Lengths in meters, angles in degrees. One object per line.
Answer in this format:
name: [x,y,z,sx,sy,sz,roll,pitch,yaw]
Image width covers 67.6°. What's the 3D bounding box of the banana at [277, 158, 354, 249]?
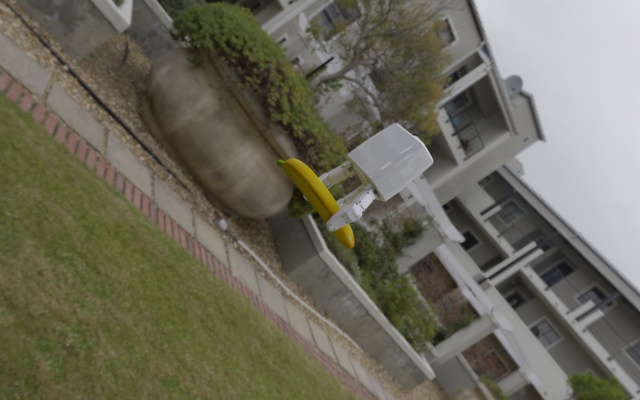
banana: [-0.001,-0.002,0.800,0.037,0.198,0.069,-38,-2,-6]
